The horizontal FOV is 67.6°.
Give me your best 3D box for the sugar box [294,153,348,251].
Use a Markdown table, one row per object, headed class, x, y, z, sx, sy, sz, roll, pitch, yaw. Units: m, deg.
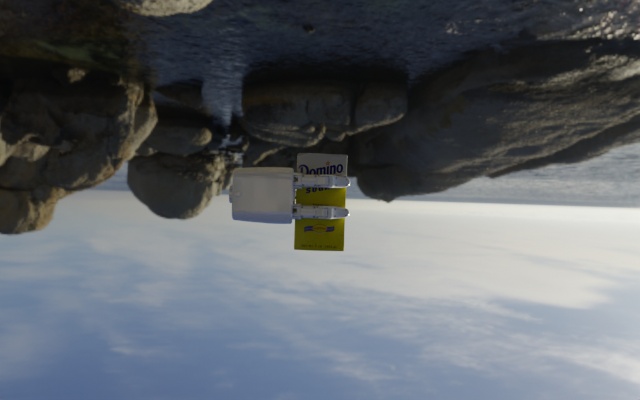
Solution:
| class | x | y | z | sx | sy | sz | roll | pitch | yaw |
| --- | --- | --- | --- | --- | --- | --- | --- | --- | --- |
| sugar box | 0.000 | 0.003 | 0.875 | 0.093 | 0.176 | 0.048 | 1 | 0 | -2 |
